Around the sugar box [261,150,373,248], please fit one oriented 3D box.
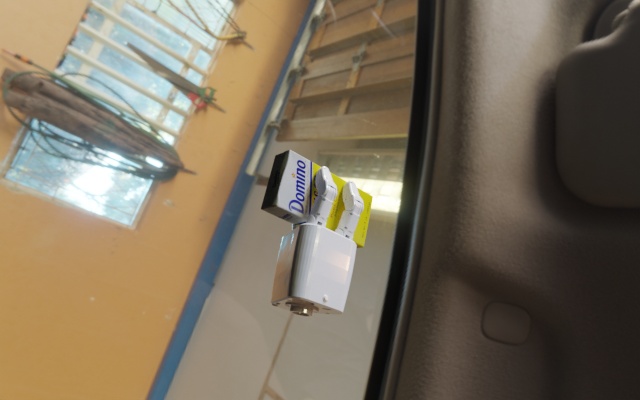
[{"bbox_3d":[0.001,0.002,0.736,0.176,0.093,0.048,28,-26,-34],"label":"sugar box"}]
